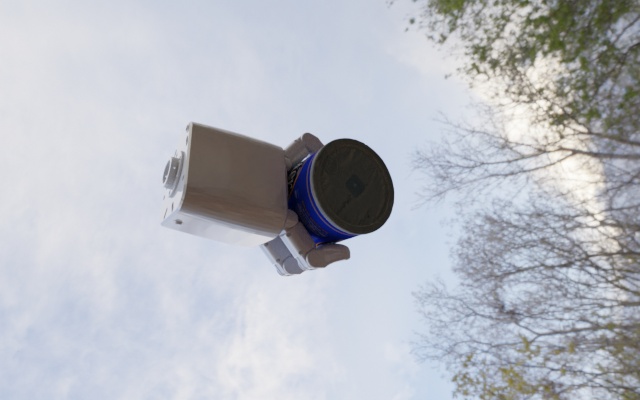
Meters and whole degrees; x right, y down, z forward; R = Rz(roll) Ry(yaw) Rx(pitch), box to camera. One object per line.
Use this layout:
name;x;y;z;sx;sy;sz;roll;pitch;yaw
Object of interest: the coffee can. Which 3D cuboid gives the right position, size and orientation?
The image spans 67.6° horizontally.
coffee can;0.000;0.002;0.543;0.103;0.102;0.140;0;-15;-33
